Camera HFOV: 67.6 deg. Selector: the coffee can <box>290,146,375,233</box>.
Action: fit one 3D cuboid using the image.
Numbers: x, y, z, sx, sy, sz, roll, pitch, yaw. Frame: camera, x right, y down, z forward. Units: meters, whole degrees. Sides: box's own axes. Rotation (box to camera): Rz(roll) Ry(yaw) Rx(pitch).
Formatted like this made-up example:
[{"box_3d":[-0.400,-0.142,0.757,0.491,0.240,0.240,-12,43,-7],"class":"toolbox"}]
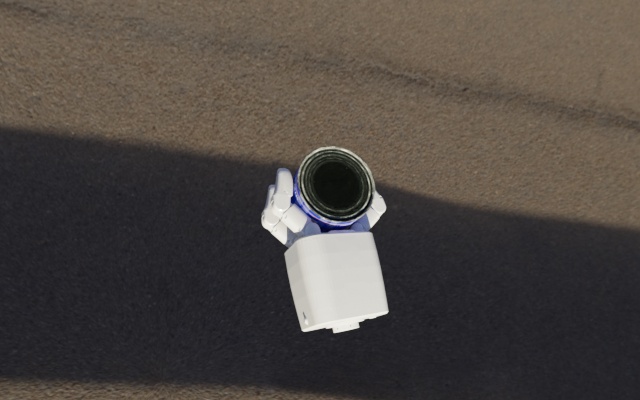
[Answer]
[{"box_3d":[0.000,0.002,0.652,0.103,0.102,0.140,0,-20,-18],"class":"coffee can"}]
